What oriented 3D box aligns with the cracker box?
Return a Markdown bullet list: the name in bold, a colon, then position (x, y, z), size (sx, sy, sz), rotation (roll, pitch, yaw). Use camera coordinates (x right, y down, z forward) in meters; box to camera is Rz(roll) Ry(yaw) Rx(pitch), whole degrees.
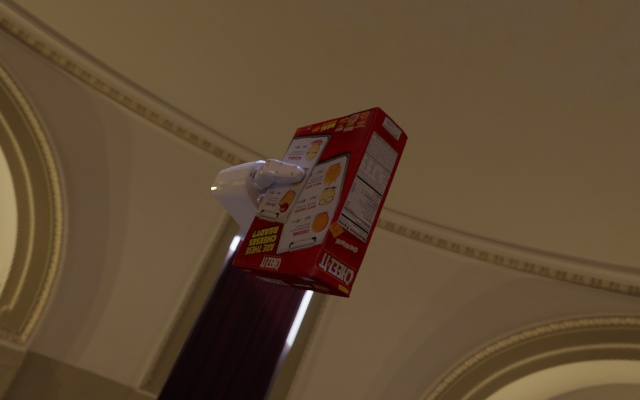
- **cracker box**: position (0.000, 0.002, 0.589), size (0.072, 0.213, 0.164), rotation (35, -23, -32)
